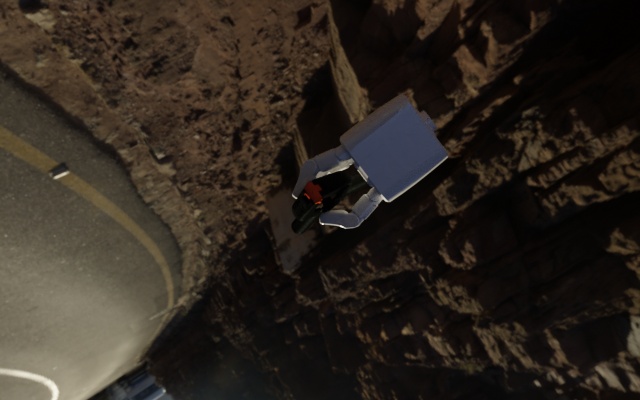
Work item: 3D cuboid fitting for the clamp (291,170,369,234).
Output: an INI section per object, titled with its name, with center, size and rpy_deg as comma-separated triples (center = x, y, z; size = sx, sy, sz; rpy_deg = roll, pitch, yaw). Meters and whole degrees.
[clamp]
center = 0.001, 0.003, 0.698
size = 0.164, 0.036, 0.210
rpy_deg = -38, -9, 12
